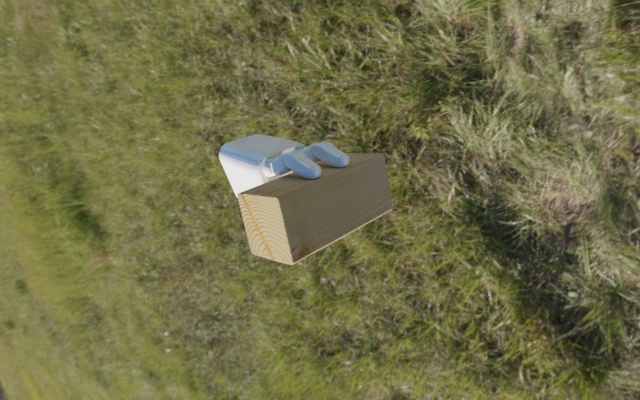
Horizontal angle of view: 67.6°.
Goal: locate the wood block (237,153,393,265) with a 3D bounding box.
[{"bbox_3d":[0.000,0.003,0.672,0.206,0.091,0.090,-25,22,-40],"label":"wood block"}]
